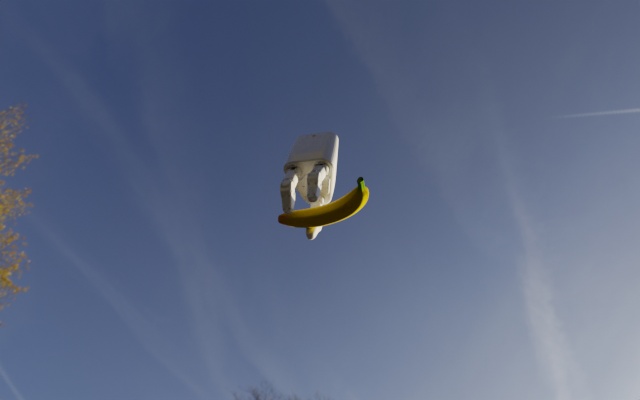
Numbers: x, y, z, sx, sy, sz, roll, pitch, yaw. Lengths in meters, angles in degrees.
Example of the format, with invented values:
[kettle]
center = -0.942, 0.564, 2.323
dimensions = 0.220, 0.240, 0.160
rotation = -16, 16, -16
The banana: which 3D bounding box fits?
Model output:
[banana]
center = 0.014, 0.013, 0.849
dimensions = 0.198, 0.037, 0.070
rotation = -27, -57, 32
